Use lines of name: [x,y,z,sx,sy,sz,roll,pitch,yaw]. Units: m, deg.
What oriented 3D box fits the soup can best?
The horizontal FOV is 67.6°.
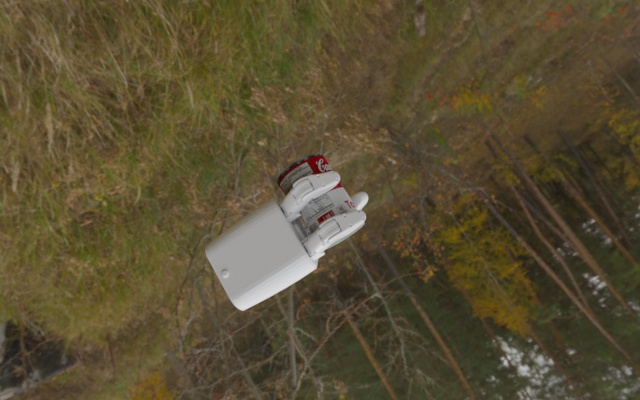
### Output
soup can: [0.001,0.002,0.589,0.068,0.102,0.068,-30,-13,-8]
